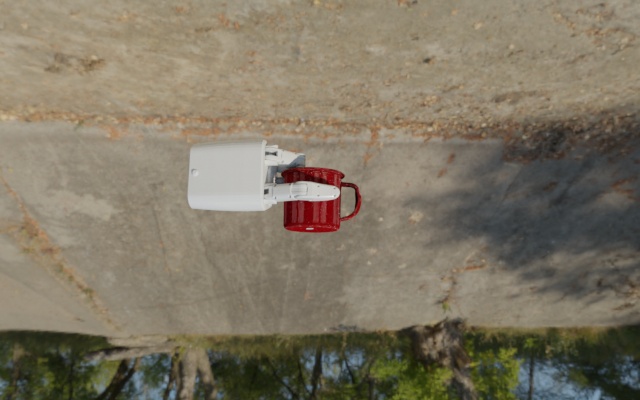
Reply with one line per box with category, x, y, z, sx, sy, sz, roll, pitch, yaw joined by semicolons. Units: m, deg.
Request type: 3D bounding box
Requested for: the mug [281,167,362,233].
mug;0.002;0.002;0.684;0.117;0.081;0.093;0;-10;7
